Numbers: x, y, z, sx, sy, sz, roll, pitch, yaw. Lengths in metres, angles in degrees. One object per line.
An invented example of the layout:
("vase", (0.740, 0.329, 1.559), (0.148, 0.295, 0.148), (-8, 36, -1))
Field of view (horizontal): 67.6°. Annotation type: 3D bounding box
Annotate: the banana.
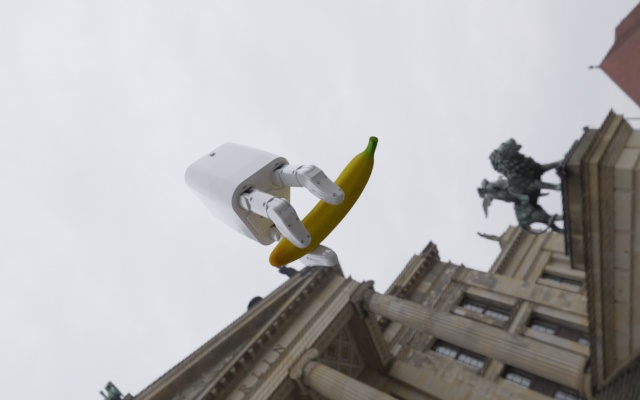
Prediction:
("banana", (0.008, 0.008, 0.587), (0.037, 0.197, 0.070), (31, -14, 30))
